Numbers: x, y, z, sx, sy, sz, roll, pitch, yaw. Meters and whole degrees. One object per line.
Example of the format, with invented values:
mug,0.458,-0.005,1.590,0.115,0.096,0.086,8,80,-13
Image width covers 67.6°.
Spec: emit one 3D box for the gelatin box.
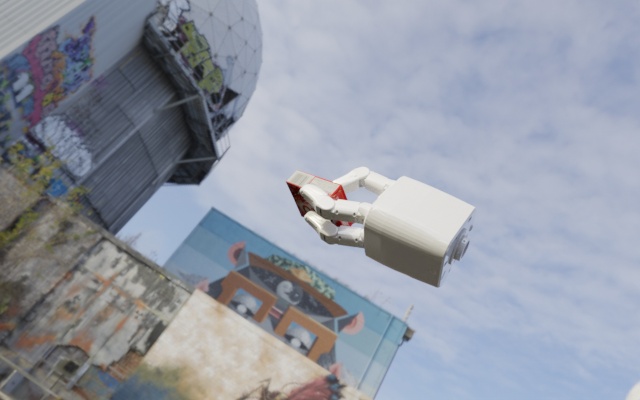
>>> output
gelatin box,0.000,0.002,0.673,0.089,0.073,0.030,21,56,38
